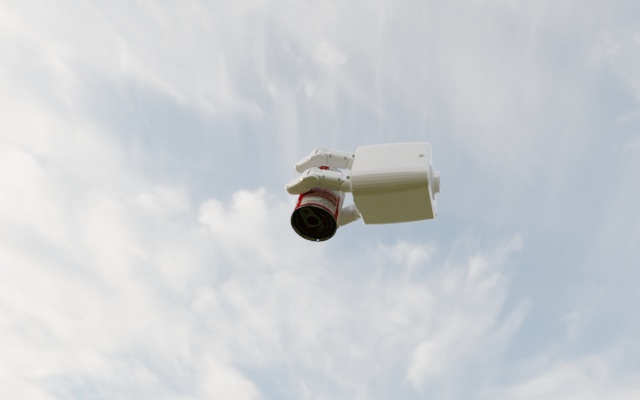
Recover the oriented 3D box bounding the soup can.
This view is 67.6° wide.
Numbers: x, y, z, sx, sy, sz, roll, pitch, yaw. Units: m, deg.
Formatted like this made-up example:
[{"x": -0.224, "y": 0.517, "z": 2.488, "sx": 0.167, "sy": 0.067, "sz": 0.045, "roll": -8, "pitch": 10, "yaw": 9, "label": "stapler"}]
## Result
[{"x": 0.000, "y": 0.002, "z": 0.710, "sx": 0.068, "sy": 0.069, "sz": 0.102, "roll": 0, "pitch": 38, "yaw": 15, "label": "soup can"}]
